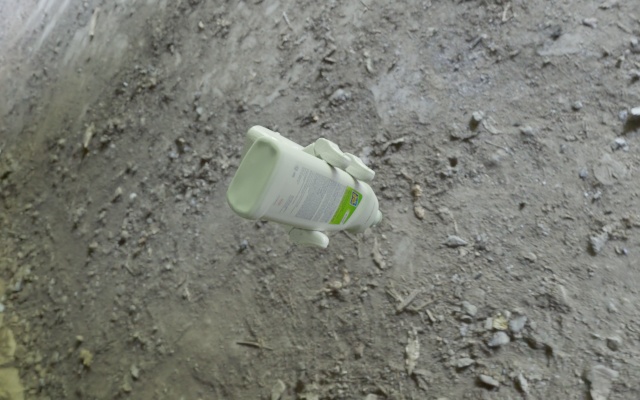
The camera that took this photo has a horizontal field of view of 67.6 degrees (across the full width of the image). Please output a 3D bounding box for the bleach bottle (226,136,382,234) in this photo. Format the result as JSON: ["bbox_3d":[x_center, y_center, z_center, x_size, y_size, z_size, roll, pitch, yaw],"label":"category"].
[{"bbox_3d":[0.000,0.002,0.646,0.251,0.102,0.068,23,9,-47],"label":"bleach bottle"}]
